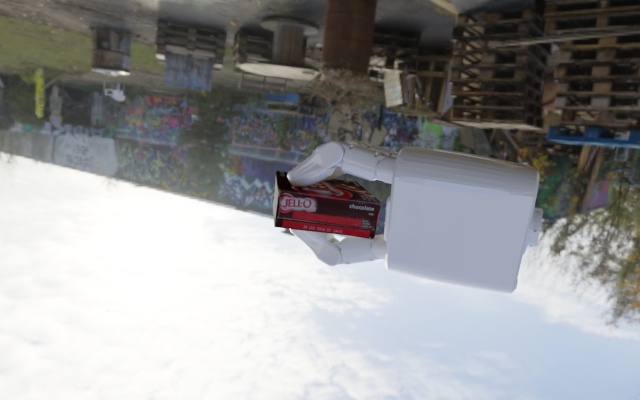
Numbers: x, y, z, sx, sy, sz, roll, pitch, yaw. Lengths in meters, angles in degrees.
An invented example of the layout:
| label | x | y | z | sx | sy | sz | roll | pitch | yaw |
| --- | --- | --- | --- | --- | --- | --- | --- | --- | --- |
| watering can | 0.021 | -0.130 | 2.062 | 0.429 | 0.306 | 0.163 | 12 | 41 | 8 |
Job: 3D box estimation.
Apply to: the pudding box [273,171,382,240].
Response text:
| label | x | y | z | sx | sy | sz | roll | pitch | yaw |
| --- | --- | --- | --- | --- | --- | --- | --- | --- | --- |
| pudding box | 0.000 | 0.002 | 0.456 | 0.090 | 0.039 | 0.113 | 8 | 8 | -9 |
